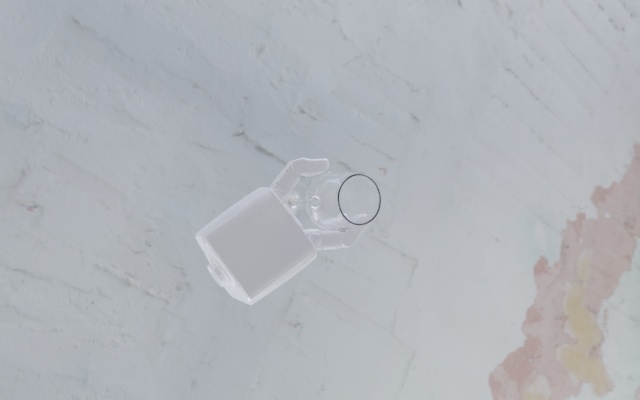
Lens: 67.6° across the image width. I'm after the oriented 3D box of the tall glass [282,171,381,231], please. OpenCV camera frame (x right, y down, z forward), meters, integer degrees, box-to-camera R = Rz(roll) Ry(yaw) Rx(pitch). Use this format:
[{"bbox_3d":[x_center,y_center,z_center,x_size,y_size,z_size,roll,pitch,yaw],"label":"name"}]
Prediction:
[{"bbox_3d":[0.000,0.002,0.655,0.079,0.079,0.201,0,-2,-28],"label":"tall glass"}]
